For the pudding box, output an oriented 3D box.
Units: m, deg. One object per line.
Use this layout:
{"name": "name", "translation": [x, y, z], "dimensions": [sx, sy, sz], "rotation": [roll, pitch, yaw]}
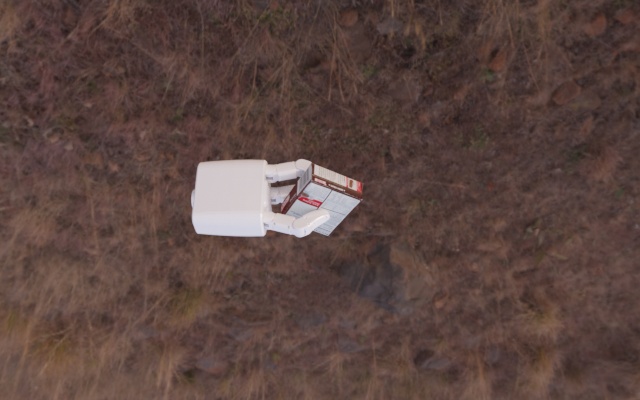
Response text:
{"name": "pudding box", "translation": [0.000, 0.003, 0.739], "dimensions": [0.090, 0.039, 0.113], "rotation": [20, -41, -20]}
